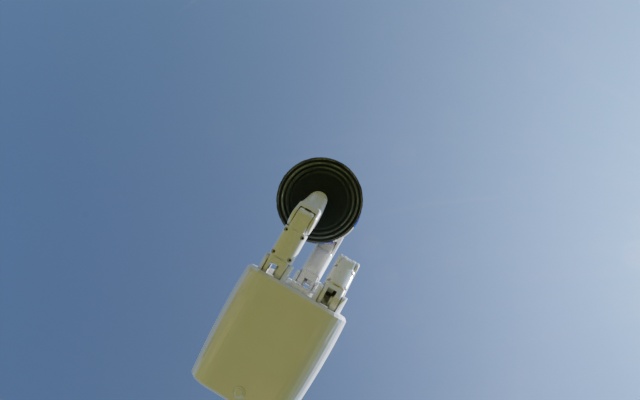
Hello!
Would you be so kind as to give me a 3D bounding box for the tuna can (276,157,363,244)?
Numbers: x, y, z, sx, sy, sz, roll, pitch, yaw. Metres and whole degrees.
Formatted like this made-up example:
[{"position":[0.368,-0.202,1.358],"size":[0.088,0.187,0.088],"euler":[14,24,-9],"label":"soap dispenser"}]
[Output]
[{"position":[0.000,0.002,0.485],"size":[0.086,0.086,0.034],"euler":[0,-9,4],"label":"tuna can"}]
